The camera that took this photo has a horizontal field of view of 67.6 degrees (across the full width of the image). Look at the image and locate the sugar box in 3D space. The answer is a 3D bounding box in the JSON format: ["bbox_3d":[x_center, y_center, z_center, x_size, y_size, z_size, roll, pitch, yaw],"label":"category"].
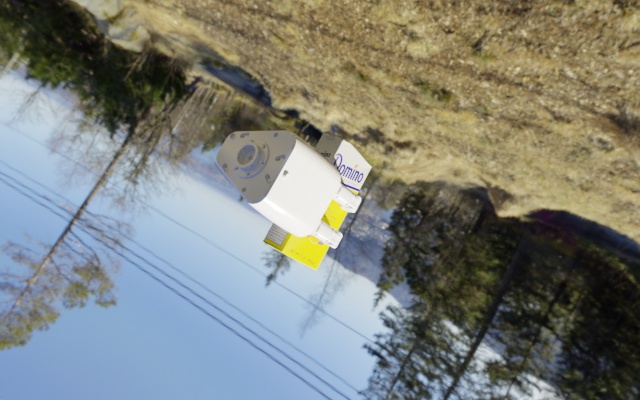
[{"bbox_3d":[0.000,0.002,0.675,0.048,0.176,0.093,26,-7,39],"label":"sugar box"}]
